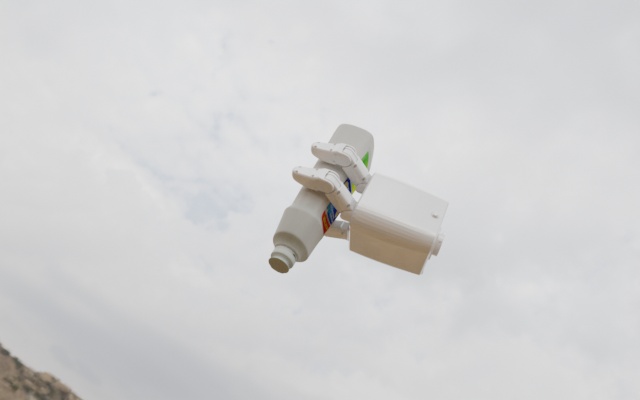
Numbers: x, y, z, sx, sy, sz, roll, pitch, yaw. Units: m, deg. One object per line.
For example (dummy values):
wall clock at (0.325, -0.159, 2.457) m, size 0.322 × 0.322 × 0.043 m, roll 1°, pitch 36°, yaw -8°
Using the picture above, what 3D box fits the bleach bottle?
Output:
bleach bottle at (0.000, 0.002, 0.654) m, size 0.068 × 0.103 × 0.250 m, roll 21°, pitch 49°, yaw 13°
